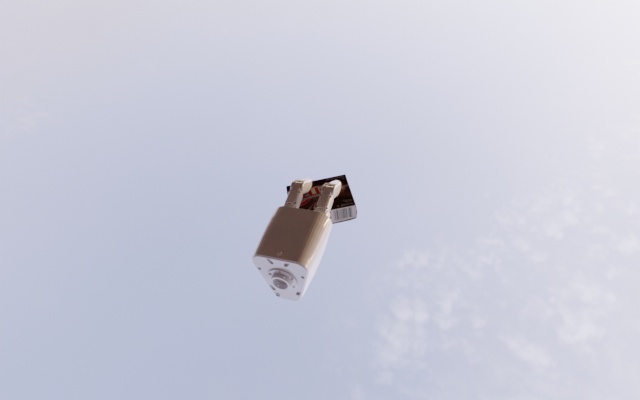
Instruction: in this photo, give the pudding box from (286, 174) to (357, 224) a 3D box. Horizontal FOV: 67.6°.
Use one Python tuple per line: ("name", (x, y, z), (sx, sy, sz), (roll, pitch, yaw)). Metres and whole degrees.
("pudding box", (0.000, 0.003, 0.838), (0.113, 0.039, 0.090), (-10, 41, -4))
